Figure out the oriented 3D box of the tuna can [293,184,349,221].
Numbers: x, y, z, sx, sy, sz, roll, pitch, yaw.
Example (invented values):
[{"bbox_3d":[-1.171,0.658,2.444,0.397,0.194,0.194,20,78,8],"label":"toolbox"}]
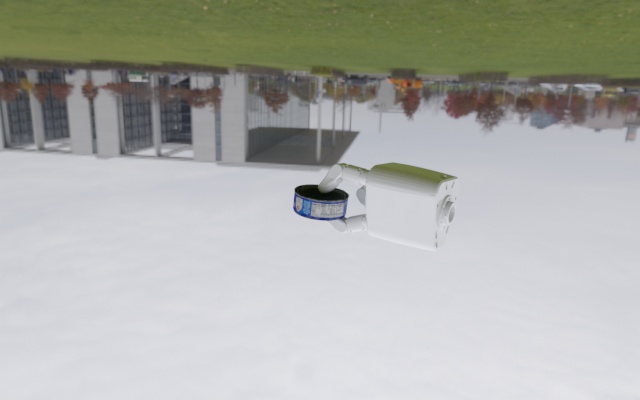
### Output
[{"bbox_3d":[0.000,0.003,0.746,0.086,0.034,0.086,6,17,-2],"label":"tuna can"}]
